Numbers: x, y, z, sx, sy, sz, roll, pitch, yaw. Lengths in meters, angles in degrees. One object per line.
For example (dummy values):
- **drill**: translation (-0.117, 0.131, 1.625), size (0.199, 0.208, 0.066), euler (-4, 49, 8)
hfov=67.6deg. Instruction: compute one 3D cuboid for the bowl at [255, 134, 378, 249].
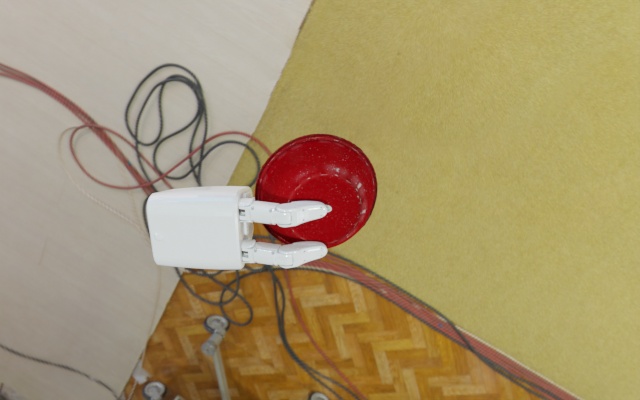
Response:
- **bowl**: translation (0.001, 0.002, 0.594), size (0.162, 0.162, 0.055), euler (0, 22, -11)
